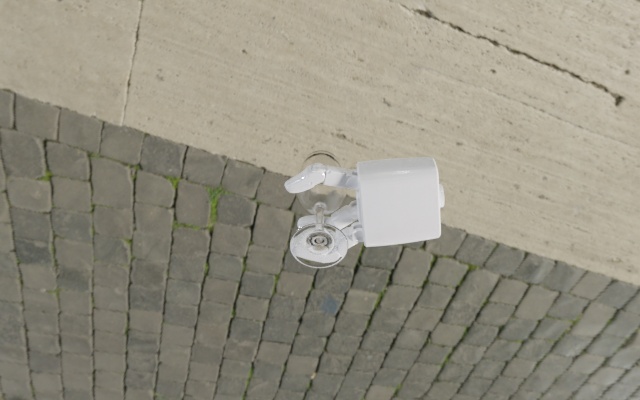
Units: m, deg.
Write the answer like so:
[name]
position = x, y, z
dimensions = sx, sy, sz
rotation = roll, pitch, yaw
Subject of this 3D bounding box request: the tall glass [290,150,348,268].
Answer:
[tall glass]
position = 0.000, 0.003, 0.687
dimensions = 0.079, 0.079, 0.201
rotation = 0, 34, 1
